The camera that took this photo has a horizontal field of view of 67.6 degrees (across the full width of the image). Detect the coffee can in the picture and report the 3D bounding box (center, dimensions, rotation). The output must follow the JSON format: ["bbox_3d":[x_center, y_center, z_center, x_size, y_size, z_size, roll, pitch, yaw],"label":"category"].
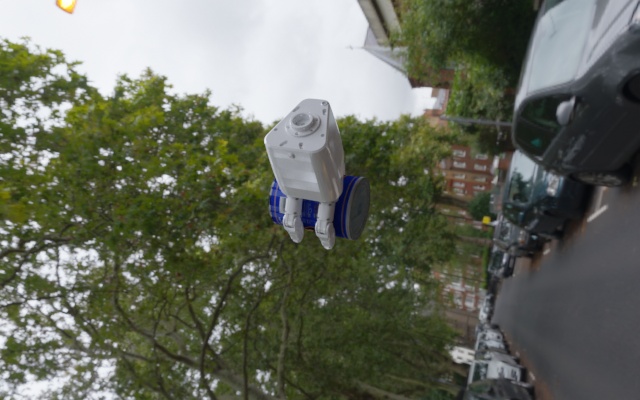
[{"bbox_3d":[0.000,0.003,0.784,0.140,0.103,0.103,10,4,21],"label":"coffee can"}]
